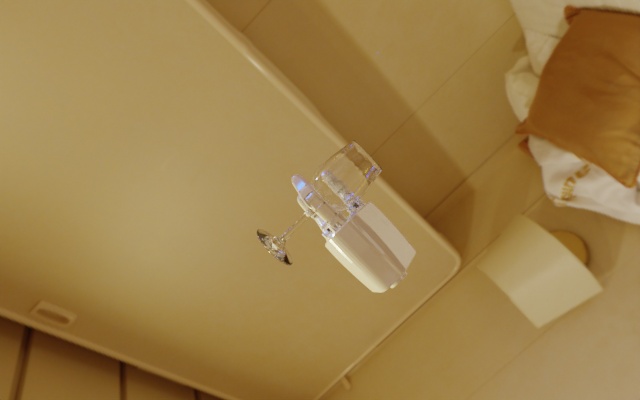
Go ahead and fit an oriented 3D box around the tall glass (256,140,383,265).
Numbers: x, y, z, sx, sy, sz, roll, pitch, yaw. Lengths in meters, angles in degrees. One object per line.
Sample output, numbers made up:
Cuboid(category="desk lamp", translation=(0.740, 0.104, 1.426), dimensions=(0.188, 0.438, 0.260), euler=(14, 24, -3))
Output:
Cuboid(category="tall glass", translation=(0.000, 0.003, 0.713), dimensions=(0.079, 0.201, 0.079), euler=(44, 8, -8))
